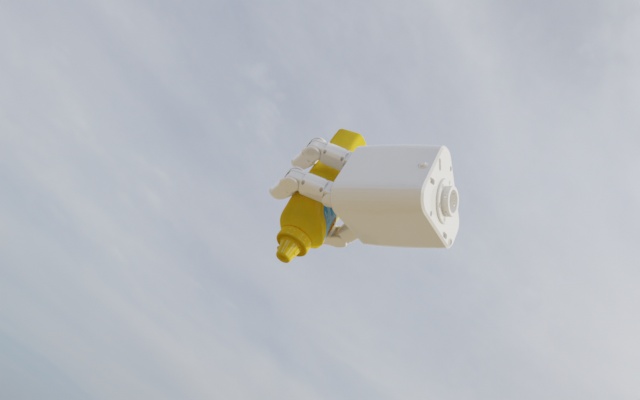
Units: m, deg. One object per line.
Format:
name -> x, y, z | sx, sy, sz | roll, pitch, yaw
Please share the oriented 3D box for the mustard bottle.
mustard bottle -> 0.000, 0.002, 0.596 | 0.058, 0.191, 0.096 | 20, -39, 17
